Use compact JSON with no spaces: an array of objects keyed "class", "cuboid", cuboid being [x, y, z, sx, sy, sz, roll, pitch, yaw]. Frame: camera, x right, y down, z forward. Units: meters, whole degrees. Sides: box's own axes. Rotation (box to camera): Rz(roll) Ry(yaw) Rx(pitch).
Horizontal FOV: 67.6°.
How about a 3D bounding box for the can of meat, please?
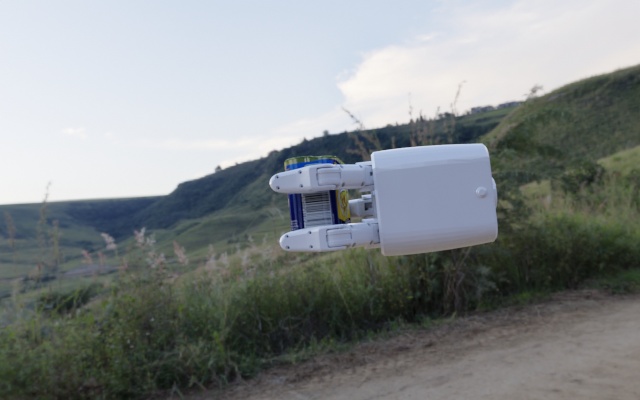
[{"class":"can of meat","cuboid":[0.000,0.001,0.492,0.057,0.084,0.102,-6,-4,10]}]
